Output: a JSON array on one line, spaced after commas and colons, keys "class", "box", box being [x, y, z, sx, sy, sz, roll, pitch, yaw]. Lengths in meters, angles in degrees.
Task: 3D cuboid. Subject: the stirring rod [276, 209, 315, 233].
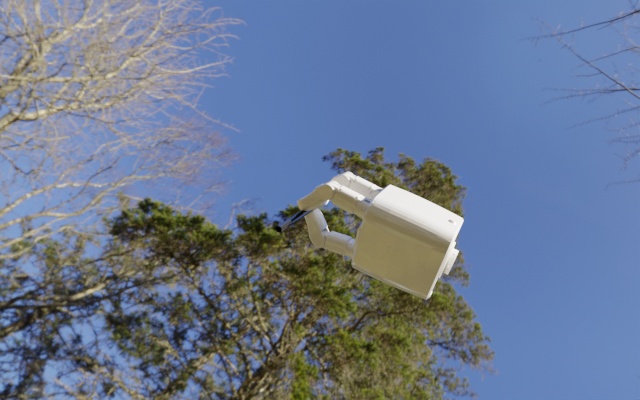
[{"class": "stirring rod", "box": [0.000, 0.002, 0.655, 0.011, 0.011, 0.239, 0, 15, 25]}]
